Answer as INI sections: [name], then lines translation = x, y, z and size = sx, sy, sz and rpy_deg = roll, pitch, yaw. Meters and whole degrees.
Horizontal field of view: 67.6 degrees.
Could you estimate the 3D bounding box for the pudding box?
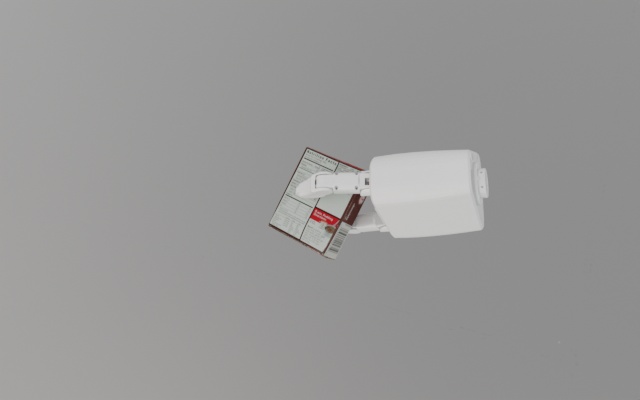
[pudding box]
translation = 0.000, 0.002, 0.584
size = 0.090, 0.113, 0.039
rpy_deg = 26, -3, 29
